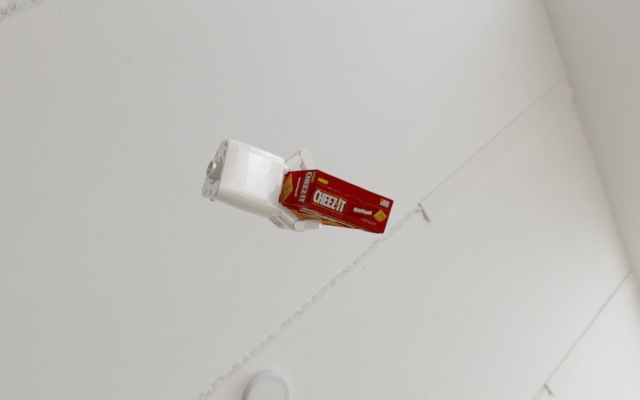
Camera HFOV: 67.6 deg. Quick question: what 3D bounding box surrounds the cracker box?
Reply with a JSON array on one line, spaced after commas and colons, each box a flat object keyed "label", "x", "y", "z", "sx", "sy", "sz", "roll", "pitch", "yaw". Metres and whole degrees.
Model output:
[{"label": "cracker box", "x": 0.000, "y": 0.003, "z": 0.874, "sx": 0.164, "sy": 0.072, "sz": 0.213, "roll": 20, "pitch": -8, "yaw": -29}]
